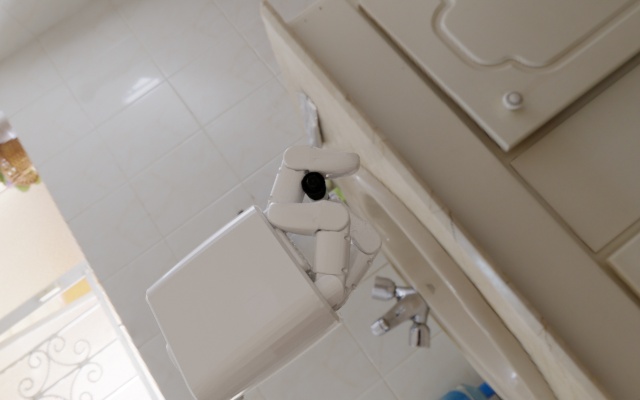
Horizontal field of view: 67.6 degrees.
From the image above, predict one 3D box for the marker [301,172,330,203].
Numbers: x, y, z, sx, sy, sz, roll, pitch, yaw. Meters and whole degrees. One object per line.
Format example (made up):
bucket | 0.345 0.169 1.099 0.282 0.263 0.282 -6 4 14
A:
marker | 0.000 0.001 0.416 0.020 0.020 0.121 0 -15 6
